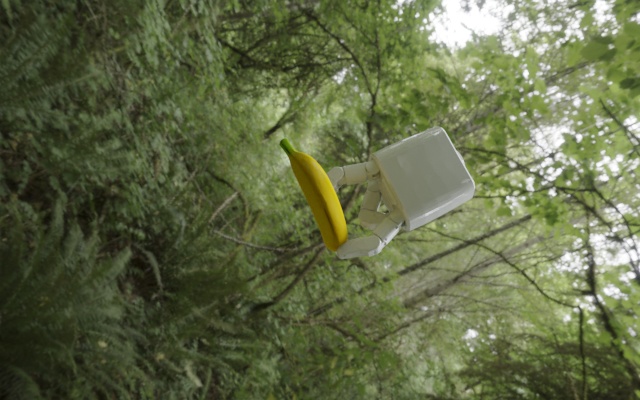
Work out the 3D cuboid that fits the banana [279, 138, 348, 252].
[{"bbox_3d":[0.005,0.009,0.613,0.037,0.198,0.069,-26,37,-4],"label":"banana"}]
